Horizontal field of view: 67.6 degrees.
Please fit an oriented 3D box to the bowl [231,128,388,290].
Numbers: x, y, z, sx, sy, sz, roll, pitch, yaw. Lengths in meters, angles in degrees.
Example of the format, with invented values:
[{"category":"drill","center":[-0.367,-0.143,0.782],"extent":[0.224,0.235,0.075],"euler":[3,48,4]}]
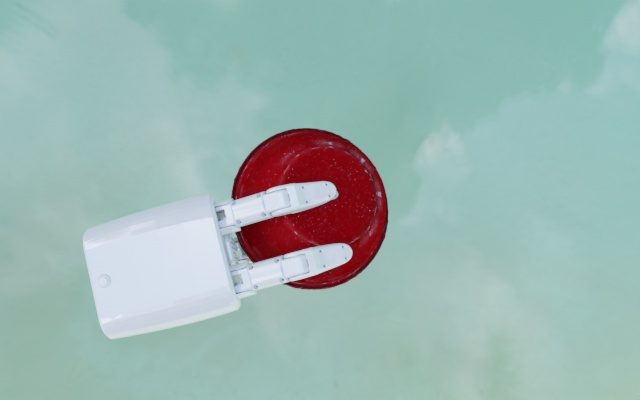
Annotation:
[{"category":"bowl","center":[0.001,0.001,0.446],"extent":[0.162,0.162,0.055],"euler":[0,-11,-17]}]
